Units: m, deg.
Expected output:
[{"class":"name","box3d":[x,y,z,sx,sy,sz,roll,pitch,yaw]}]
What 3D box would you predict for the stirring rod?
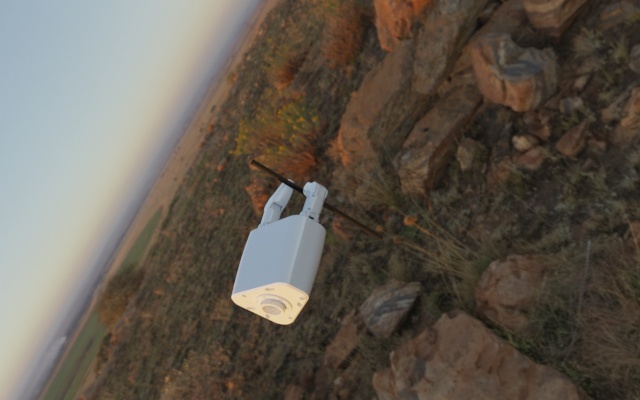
[{"class":"stirring rod","box3d":[0.000,0.002,0.720,0.239,0.011,0.011,31,-11,-20]}]
